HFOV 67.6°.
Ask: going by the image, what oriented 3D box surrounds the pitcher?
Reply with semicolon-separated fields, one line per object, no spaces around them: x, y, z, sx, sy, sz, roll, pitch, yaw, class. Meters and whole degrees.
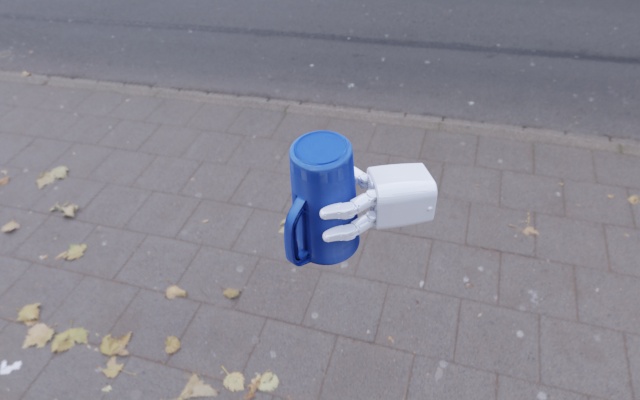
0.000;0.003;0.875;0.145;0.243;0.149;-5;44;0;pitcher
